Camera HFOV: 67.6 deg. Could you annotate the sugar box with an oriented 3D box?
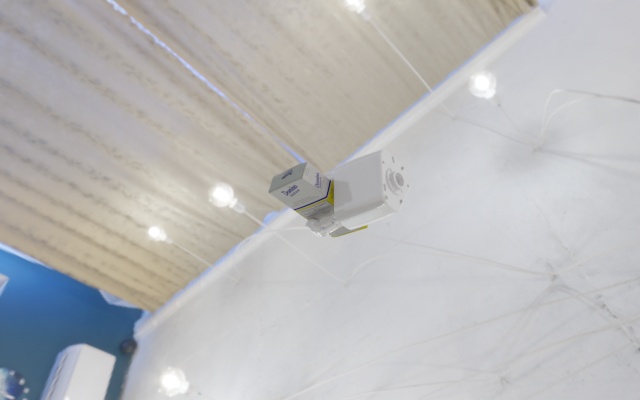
[{"bbox_3d":[0.000,0.002,0.884,0.093,0.048,0.176,-21,-48,41],"label":"sugar box"}]
